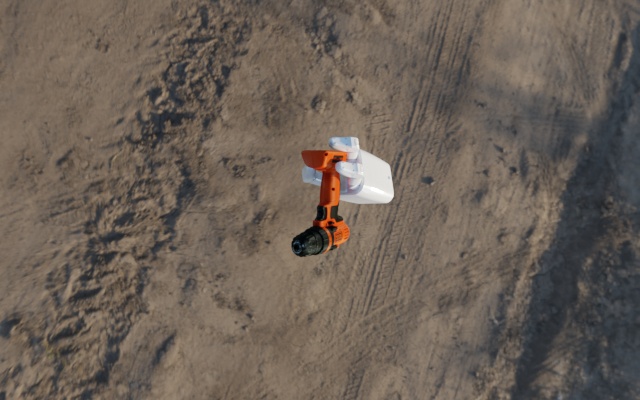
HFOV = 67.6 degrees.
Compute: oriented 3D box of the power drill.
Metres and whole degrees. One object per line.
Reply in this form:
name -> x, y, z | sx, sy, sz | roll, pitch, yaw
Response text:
power drill -> 0.000, 0.002, 0.867 | 0.057, 0.187, 0.184 | 4, 7, 24
